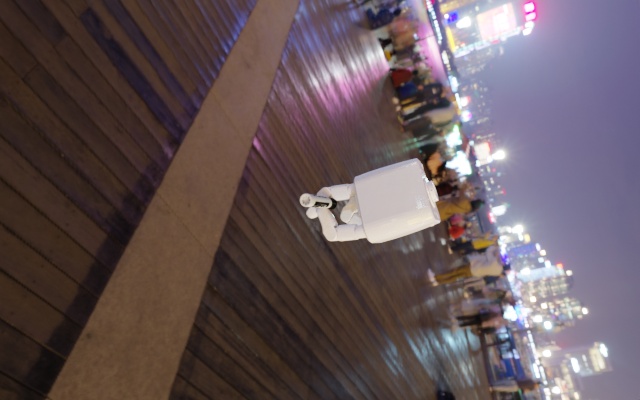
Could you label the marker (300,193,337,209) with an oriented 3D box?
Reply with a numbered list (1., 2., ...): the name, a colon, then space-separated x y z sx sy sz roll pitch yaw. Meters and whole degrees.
1. marker: 0.000 0.002 0.732 0.020 0.020 0.121 0 -3 20
